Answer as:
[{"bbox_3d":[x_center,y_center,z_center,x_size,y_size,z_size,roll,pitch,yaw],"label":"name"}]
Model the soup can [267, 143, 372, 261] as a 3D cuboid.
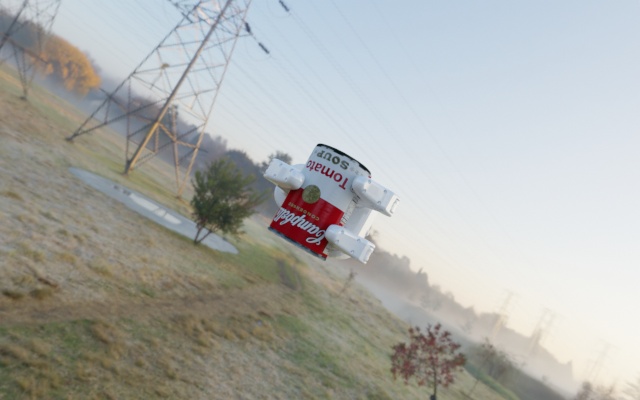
[{"bbox_3d":[0.000,0.001,0.489,0.068,0.102,0.068,29,-5,3],"label":"soup can"}]
